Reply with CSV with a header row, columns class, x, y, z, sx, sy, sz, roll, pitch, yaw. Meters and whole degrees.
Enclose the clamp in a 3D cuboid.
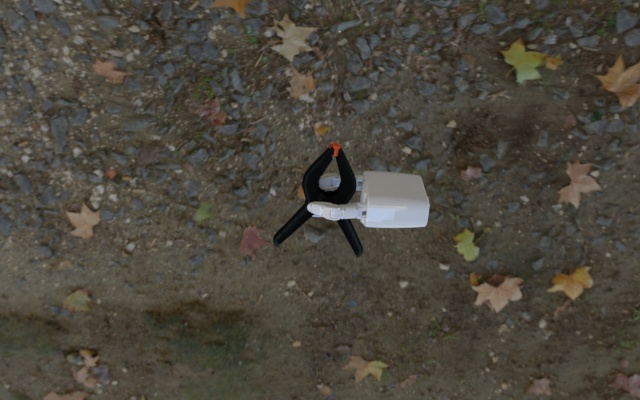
class,x,y,z,sx,sy,sz,roll,pitch,yaw
clamp,0.000,0.003,0.839,0.164,0.210,0.036,1,20,-5
